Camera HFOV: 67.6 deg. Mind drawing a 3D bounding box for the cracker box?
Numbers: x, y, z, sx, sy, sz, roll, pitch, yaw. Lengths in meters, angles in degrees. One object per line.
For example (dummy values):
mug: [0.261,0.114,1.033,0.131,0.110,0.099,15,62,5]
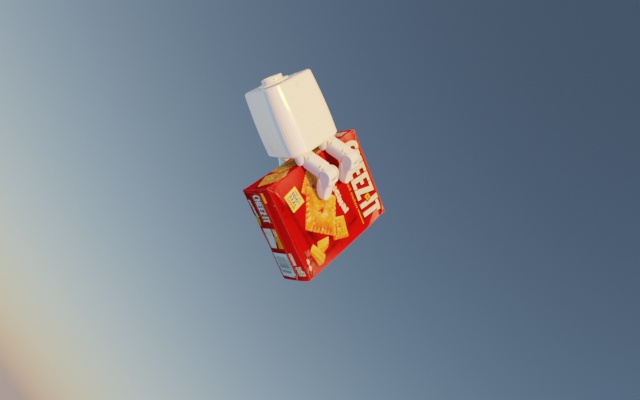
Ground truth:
cracker box: [0.000,0.003,0.772,0.072,0.164,0.213,-1,29,46]
